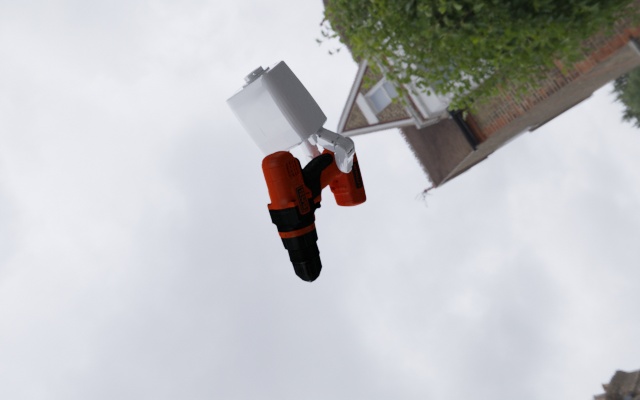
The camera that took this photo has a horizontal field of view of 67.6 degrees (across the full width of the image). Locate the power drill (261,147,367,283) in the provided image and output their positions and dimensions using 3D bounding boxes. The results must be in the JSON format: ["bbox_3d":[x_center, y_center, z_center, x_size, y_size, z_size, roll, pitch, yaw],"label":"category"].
[{"bbox_3d":[0.000,0.002,0.695,0.057,0.184,0.187,-5,16,33],"label":"power drill"}]
